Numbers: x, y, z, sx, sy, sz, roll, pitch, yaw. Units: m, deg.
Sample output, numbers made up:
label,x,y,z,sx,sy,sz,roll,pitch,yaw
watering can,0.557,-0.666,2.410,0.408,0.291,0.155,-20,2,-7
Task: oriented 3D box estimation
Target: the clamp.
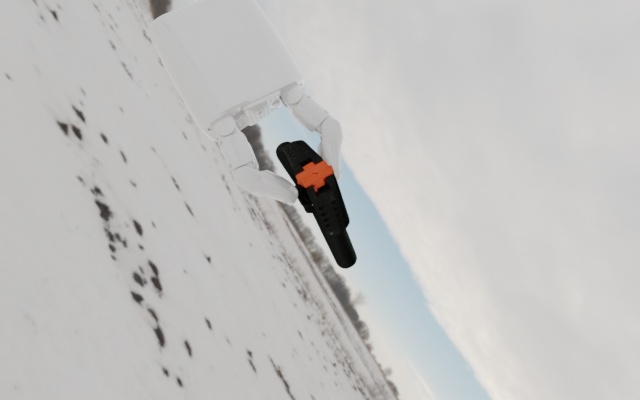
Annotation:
label,x,y,z,sx,sy,sz,roll,pitch,yaw
clamp,0.001,0.001,0.471,0.036,0.164,0.210,-30,0,-4
